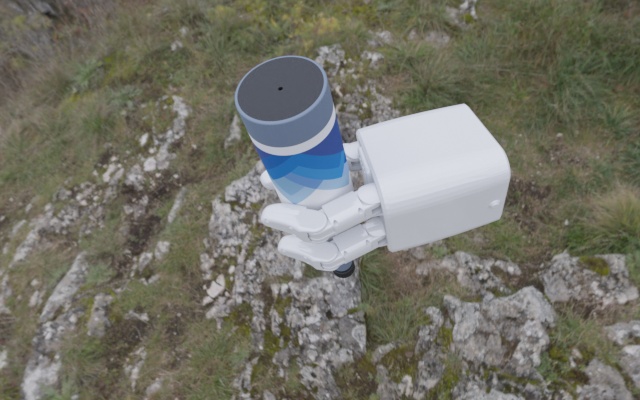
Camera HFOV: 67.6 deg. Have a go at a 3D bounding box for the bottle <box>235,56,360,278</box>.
[{"bbox_3d":[0.000,0.001,0.450,0.069,0.069,0.296,0,-33,13],"label":"bottle"}]
